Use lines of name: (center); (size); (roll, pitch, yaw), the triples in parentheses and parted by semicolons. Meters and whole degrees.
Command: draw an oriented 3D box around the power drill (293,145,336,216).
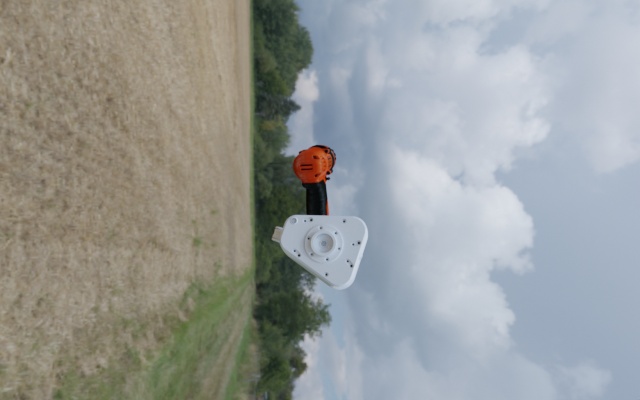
power drill: (0.000, 0.003, 0.787); (0.057, 0.188, 0.184); (-4, 9, 13)
